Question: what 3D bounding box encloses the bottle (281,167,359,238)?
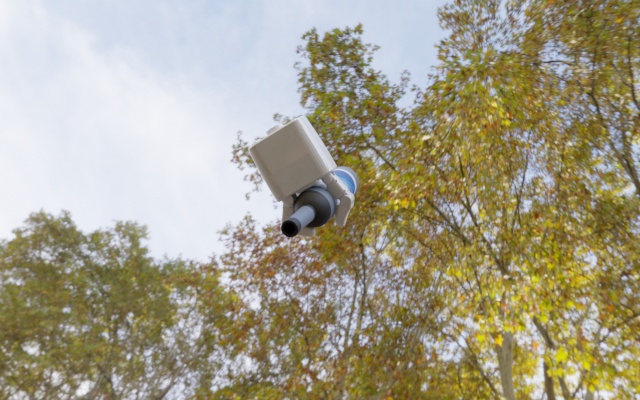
[{"bbox_3d":[0.000,0.003,0.833,0.069,0.069,0.295,0,15,19],"label":"bottle"}]
